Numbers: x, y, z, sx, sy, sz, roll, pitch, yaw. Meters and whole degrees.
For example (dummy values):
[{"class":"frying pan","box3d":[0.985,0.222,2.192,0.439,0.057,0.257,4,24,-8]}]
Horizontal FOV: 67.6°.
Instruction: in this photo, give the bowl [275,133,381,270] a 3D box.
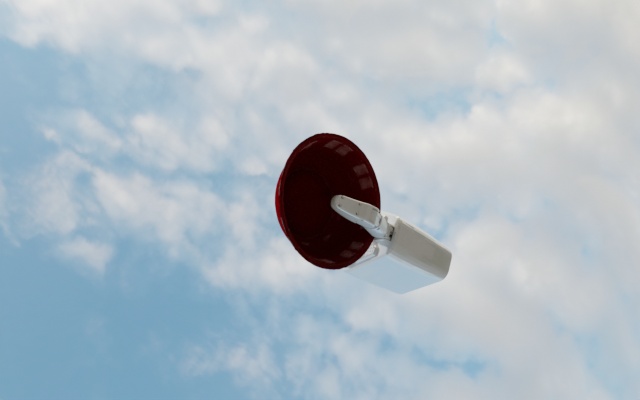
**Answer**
[{"class":"bowl","box3d":[-0.001,0.001,0.581,0.162,0.162,0.055,0,-3,-41]}]
